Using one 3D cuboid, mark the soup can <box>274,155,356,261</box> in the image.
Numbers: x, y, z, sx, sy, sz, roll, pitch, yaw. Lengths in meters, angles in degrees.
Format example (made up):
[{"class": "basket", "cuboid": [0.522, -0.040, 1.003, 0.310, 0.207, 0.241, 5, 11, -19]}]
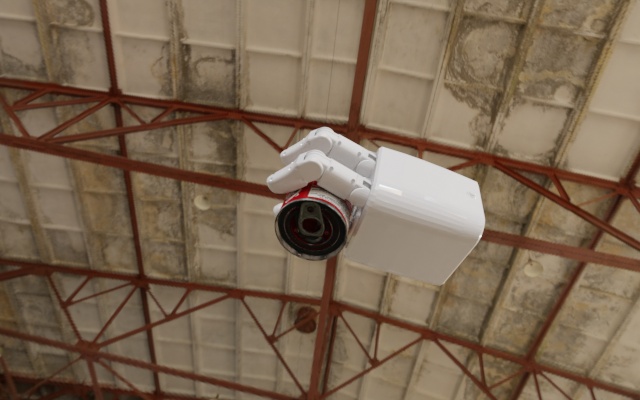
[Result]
[{"class": "soup can", "cuboid": [0.000, 0.001, 0.473, 0.068, 0.068, 0.102, 0, 32, 12]}]
